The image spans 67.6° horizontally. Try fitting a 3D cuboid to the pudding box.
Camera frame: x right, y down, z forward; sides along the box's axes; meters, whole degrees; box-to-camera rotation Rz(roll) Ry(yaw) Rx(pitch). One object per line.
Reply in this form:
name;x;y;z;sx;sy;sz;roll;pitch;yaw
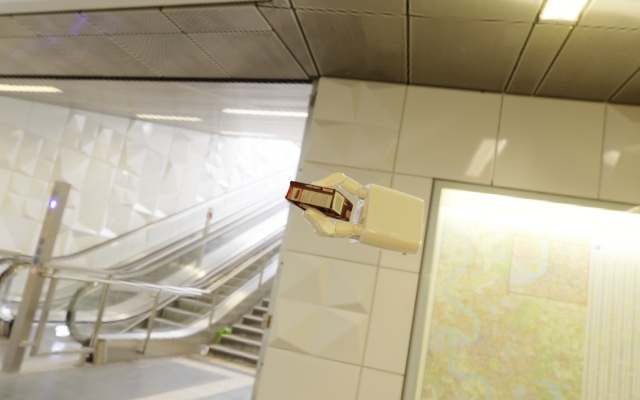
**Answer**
pudding box;0.000;0.003;0.841;0.090;0.039;0.113;11;-12;21
